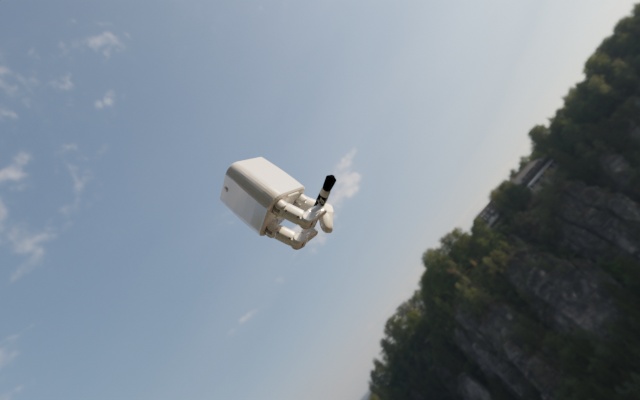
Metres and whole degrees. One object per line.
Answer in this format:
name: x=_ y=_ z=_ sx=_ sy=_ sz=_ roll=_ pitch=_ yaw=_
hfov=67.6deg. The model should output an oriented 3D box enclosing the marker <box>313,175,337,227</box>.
marker: x=0.000 y=0.003 z=0.824 sx=0.020 sy=0.121 sz=0.020 roll=14 pitch=40 yaw=-12
